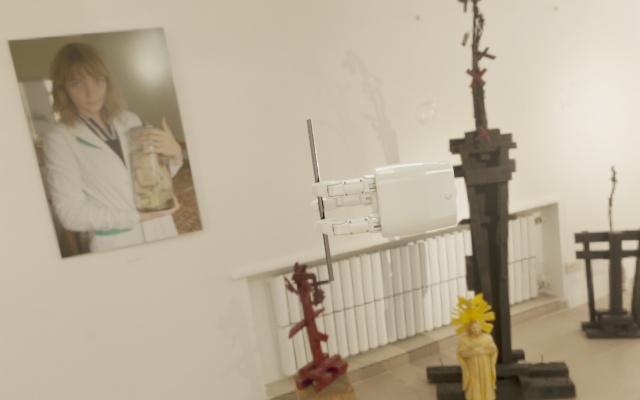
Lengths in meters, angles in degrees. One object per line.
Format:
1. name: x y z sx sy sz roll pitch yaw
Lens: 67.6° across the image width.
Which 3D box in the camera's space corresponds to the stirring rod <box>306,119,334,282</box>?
1. stirring rod: 0.000 0.002 0.698 0.011 0.239 0.011 -8 9 1
